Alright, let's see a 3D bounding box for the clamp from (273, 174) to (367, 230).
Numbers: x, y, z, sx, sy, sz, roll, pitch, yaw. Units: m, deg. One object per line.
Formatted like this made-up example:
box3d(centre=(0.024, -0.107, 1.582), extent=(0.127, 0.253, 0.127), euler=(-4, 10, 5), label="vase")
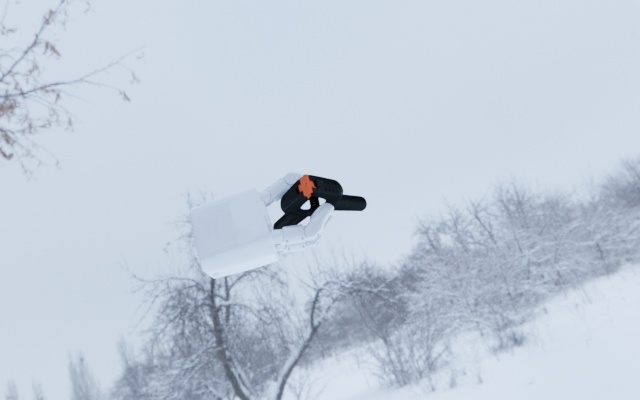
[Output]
box3d(centre=(0.000, 0.002, 0.734), extent=(0.164, 0.036, 0.210), euler=(-16, -16, -5), label="clamp")
